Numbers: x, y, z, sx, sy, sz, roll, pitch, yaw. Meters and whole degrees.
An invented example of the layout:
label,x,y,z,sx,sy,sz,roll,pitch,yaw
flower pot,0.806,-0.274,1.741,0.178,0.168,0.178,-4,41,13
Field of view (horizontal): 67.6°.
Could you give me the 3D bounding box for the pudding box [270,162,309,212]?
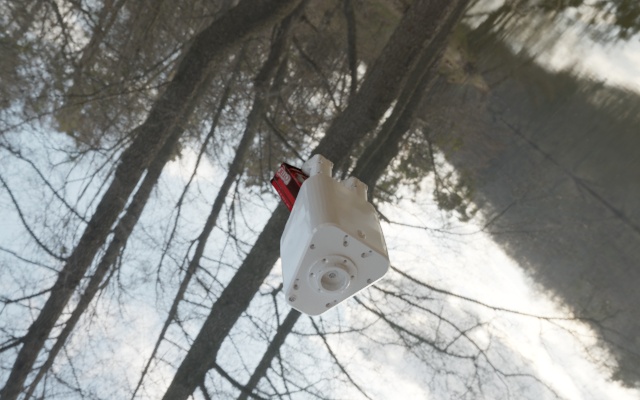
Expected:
label,x,y,z,sx,sy,sz,roll,pitch,yaw
pudding box,0.000,0.002,0.620,0.113,0.039,0.090,21,25,-46
